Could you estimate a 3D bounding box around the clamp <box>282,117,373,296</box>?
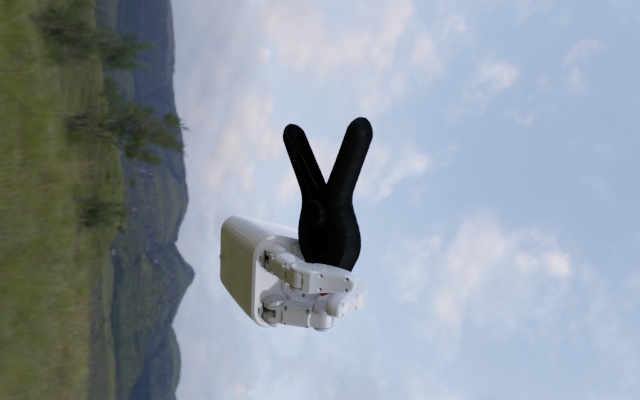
[{"bbox_3d":[0.001,0.002,0.460,0.039,0.171,0.120,-3,15,-31],"label":"clamp"}]
